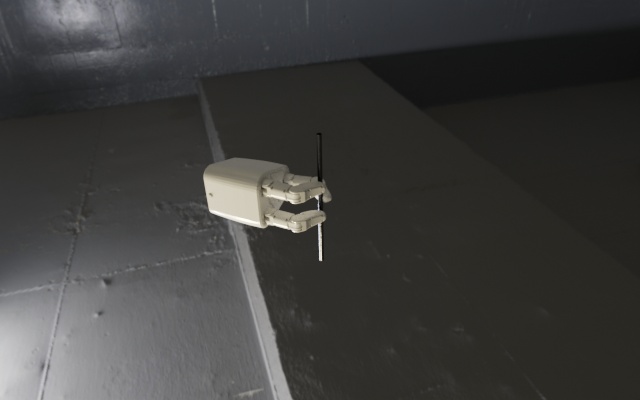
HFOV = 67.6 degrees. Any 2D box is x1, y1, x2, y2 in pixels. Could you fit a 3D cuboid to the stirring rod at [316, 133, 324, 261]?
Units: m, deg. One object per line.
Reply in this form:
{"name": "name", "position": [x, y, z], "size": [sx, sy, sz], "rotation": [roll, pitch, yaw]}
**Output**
{"name": "stirring rod", "position": [0.000, 0.002, 0.773], "size": [0.011, 0.240, 0.011], "rotation": [-1, 33, 1]}
